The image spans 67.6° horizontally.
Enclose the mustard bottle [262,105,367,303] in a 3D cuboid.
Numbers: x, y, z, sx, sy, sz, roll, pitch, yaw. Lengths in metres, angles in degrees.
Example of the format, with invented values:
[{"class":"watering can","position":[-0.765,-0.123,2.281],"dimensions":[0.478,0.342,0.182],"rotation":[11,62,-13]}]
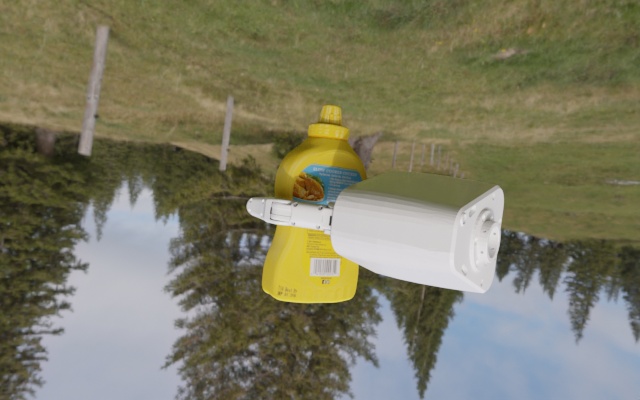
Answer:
[{"class":"mustard bottle","position":[0.000,0.002,0.475],"dimensions":[0.096,0.191,0.058],"rotation":[6,2,-29]}]
